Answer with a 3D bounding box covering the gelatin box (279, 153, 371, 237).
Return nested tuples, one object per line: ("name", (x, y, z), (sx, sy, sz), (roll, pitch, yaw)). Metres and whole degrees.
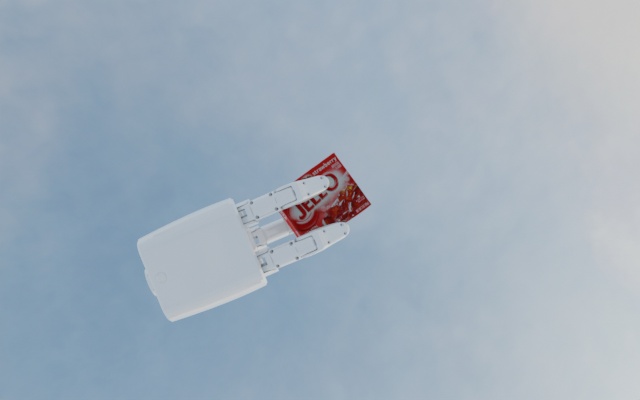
("gelatin box", (0.000, 0.002, 0.536), (0.089, 0.073, 0.030), (-36, 0, -14))
